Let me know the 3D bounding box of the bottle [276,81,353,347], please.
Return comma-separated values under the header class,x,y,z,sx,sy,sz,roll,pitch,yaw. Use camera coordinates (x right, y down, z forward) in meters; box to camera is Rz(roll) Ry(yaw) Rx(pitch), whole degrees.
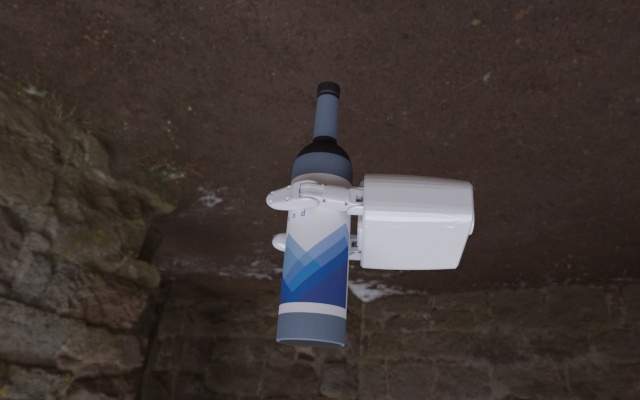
class,x,y,z,sx,sy,sz,roll,pitch,yaw
bottle,0.000,0.002,0.514,0.069,0.295,0.069,4,-22,1
